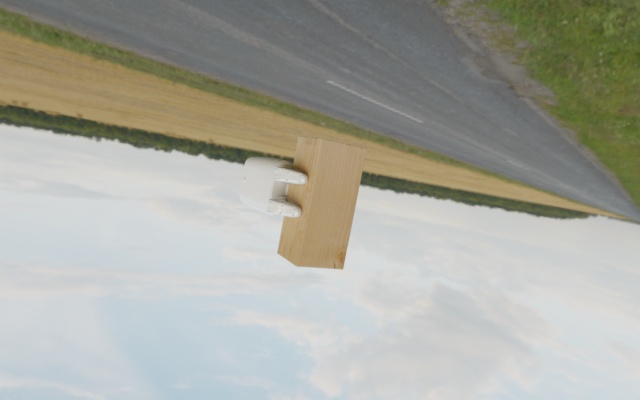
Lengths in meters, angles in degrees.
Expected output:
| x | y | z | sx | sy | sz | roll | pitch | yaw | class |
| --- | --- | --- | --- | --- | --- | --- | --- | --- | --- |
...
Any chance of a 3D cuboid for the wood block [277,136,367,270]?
| x | y | z | sx | sy | sz | roll | pitch | yaw | class |
| --- | --- | --- | --- | --- | --- | --- | --- | --- | --- |
| 0.000 | 0.003 | 0.806 | 0.091 | 0.206 | 0.090 | 8 | 5 | -29 | wood block |
